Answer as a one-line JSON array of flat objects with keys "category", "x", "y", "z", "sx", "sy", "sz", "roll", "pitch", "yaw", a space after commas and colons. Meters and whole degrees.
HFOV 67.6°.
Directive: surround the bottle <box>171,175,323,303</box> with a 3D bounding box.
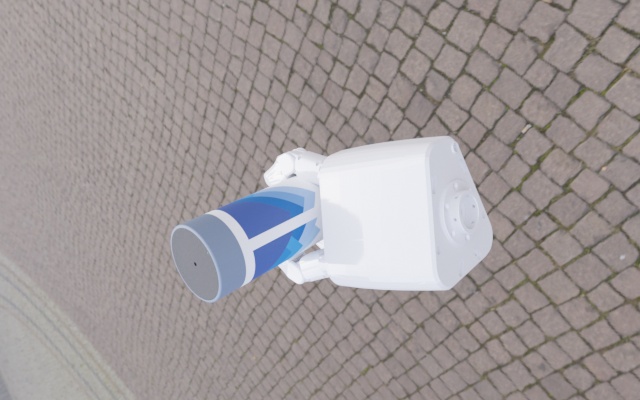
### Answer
[{"category": "bottle", "x": 0.000, "y": 0.002, "z": 0.470, "sx": 0.069, "sy": 0.069, "sz": 0.295, "roll": 0, "pitch": 19, "yaw": 45}]
